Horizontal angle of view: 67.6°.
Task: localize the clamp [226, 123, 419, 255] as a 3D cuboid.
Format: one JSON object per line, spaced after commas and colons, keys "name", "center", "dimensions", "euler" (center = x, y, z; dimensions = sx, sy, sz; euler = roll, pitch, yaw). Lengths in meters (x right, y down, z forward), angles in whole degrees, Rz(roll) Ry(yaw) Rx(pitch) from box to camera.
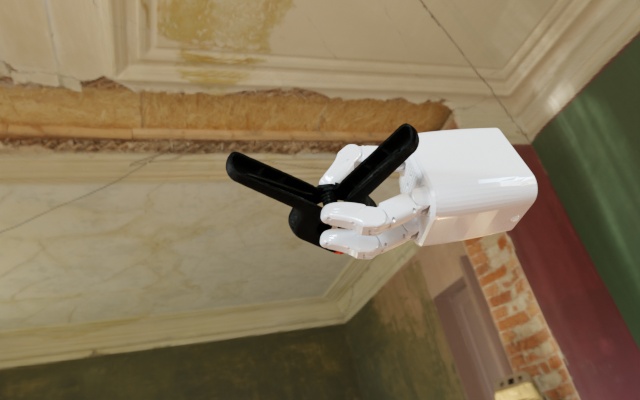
{"name": "clamp", "center": [0.000, 0.001, 0.478], "dimensions": [0.164, 0.036, 0.210], "euler": [-5, -30, -4]}
